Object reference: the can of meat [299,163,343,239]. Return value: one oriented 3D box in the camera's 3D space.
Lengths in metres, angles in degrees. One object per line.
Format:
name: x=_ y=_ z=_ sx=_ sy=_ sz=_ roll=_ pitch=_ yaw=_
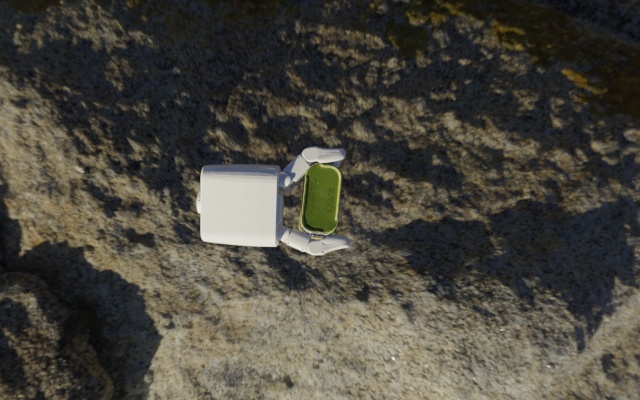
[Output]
can of meat: x=0.000 y=0.002 z=0.686 sx=0.057 sy=0.102 sz=0.084 roll=5 pitch=-8 yaw=-1
